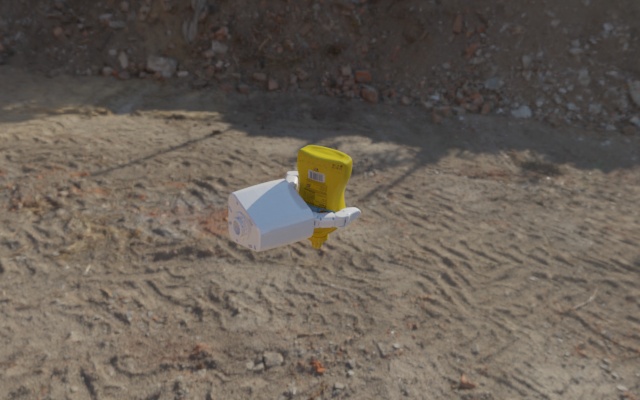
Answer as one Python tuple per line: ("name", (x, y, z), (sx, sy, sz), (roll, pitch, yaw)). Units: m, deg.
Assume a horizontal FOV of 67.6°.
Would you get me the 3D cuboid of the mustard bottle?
("mustard bottle", (0.000, 0.002, 0.859), (0.096, 0.192, 0.058), (18, 30, 23))
